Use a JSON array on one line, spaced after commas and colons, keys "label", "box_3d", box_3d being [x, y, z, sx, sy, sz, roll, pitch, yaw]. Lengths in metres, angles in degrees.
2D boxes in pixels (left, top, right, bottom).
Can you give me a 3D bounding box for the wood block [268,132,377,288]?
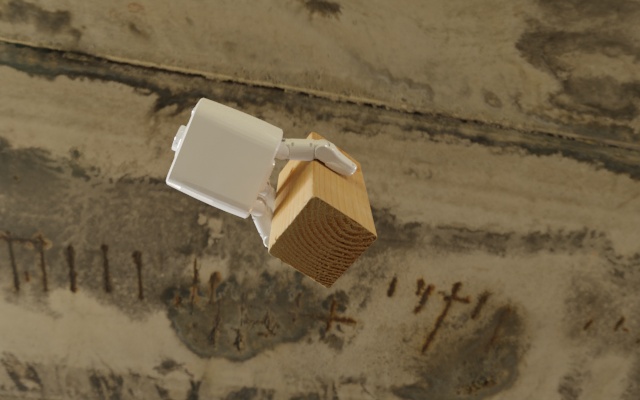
[{"label": "wood block", "box_3d": [0.000, 0.002, 0.614, 0.090, 0.091, 0.206, 33, 22, -17]}]
